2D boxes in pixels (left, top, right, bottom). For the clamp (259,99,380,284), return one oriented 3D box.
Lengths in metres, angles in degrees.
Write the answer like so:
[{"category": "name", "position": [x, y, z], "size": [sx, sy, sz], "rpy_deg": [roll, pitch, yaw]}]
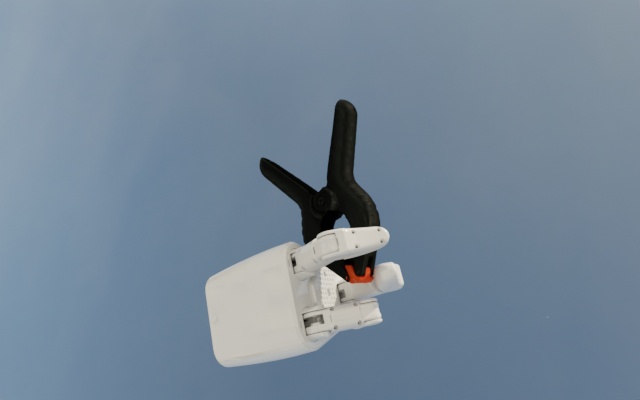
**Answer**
[{"category": "clamp", "position": [0.001, 0.002, 0.457], "size": [0.120, 0.171, 0.039], "rpy_deg": [-26, -23, 36]}]
